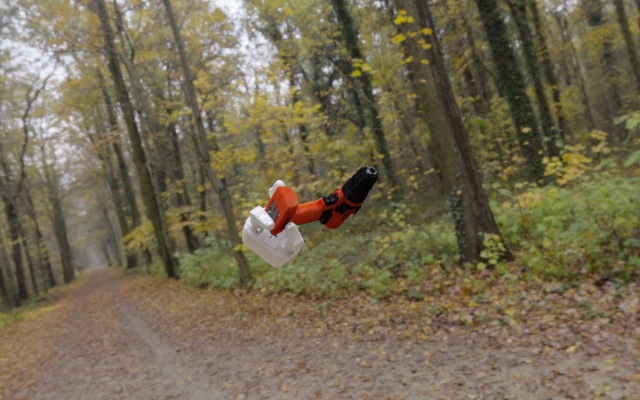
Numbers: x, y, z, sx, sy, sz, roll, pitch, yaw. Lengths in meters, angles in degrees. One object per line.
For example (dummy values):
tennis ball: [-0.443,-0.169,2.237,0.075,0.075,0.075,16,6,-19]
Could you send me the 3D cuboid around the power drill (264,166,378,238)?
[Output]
power drill: [0.000,0.003,0.892,0.187,0.057,0.184,-6,-32,-33]
